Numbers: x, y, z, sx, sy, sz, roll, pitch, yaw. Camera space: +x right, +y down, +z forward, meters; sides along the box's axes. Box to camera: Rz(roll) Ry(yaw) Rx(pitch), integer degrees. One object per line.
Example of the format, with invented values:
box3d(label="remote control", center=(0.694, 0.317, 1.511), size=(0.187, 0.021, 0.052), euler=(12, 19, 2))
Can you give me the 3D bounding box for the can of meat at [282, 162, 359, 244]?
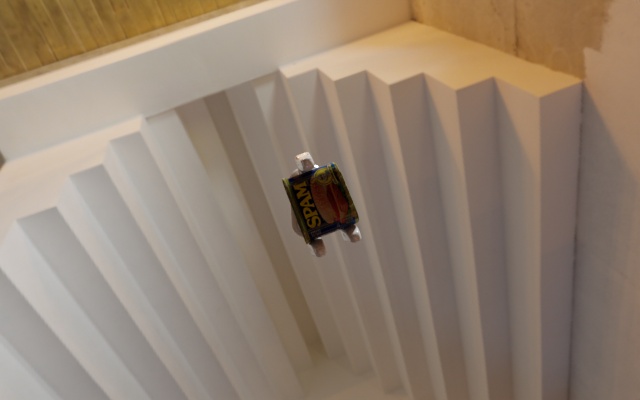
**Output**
box3d(label="can of meat", center=(0.000, 0.002, 0.708), size=(0.084, 0.102, 0.057), euler=(-20, -9, -6))
